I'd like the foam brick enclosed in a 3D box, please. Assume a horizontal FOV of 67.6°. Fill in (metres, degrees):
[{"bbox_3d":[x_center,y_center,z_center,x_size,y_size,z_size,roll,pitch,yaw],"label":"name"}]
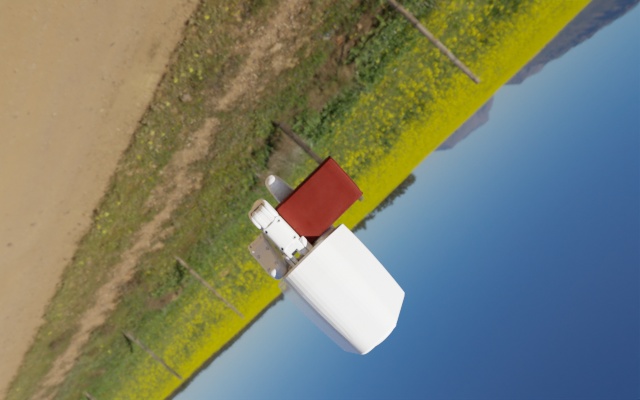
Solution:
[{"bbox_3d":[0.000,0.001,0.496,0.078,0.051,0.053,-44,-5,0],"label":"foam brick"}]
